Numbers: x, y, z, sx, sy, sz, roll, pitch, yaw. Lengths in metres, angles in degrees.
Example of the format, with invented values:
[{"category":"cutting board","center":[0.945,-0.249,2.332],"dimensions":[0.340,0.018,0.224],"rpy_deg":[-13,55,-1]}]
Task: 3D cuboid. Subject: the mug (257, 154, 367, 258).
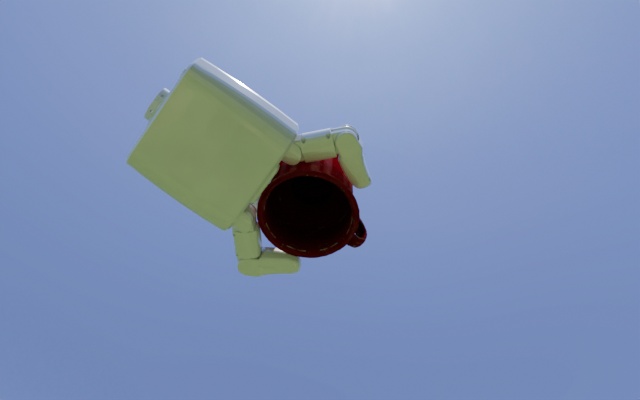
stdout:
[{"category":"mug","center":[0.001,0.002,0.468],"dimensions":[0.117,0.093,0.081],"rpy_deg":[35,26,-16]}]
